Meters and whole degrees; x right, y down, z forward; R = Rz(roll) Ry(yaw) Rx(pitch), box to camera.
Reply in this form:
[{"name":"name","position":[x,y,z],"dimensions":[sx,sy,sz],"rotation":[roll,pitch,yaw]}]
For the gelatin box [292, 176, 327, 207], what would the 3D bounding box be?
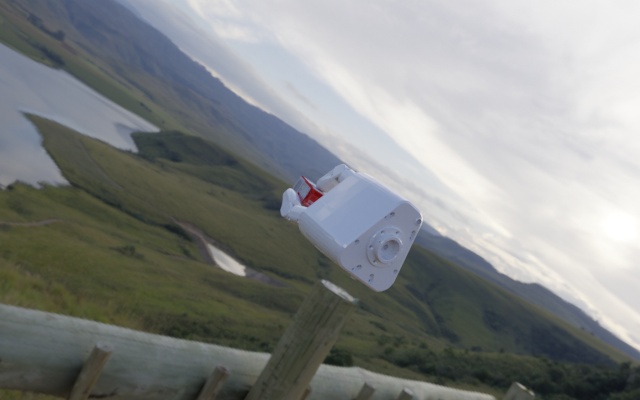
[{"name":"gelatin box","position":[0.000,0.002,0.706],"dimensions":[0.073,0.030,0.089],"rotation":[34,5,-19]}]
